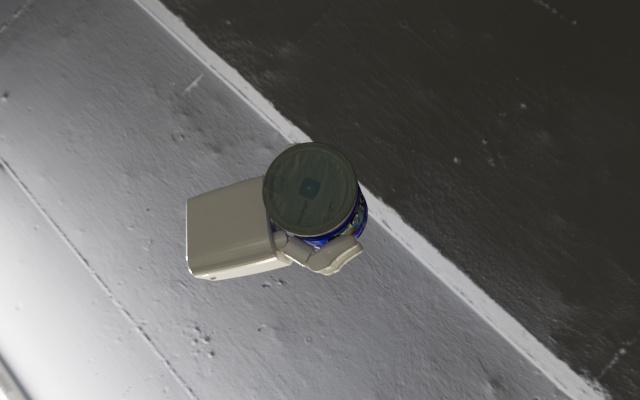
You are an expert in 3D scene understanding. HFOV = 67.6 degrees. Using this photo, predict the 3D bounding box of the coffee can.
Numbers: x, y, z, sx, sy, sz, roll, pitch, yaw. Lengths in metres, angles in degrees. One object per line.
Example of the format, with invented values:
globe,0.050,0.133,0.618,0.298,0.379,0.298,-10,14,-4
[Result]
coffee can,0.000,0.002,0.568,0.103,0.102,0.140,0,-13,11
